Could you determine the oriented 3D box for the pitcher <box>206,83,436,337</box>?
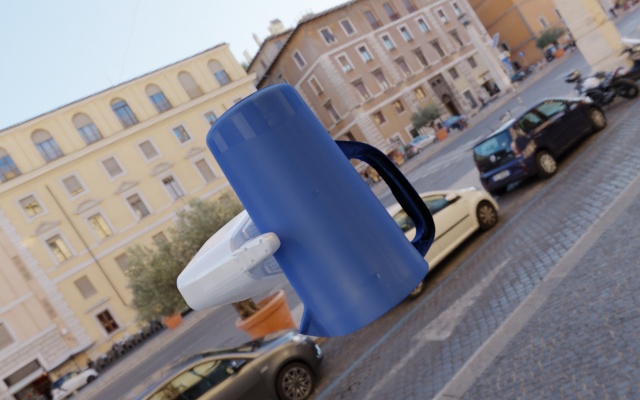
[{"bbox_3d":[0.000,0.002,0.494,0.145,0.243,0.149,-33,1,28],"label":"pitcher"}]
